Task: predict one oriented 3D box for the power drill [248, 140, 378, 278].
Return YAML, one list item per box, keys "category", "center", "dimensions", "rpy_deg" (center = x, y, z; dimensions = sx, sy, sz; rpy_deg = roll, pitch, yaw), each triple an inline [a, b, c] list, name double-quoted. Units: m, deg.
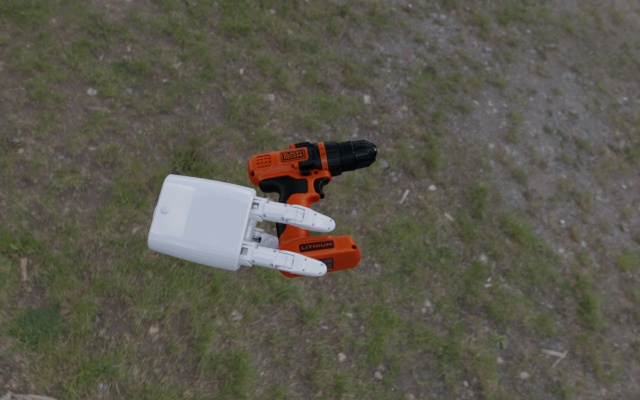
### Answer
- category: "power drill"
  center: [0.000, 0.002, 0.638]
  dimensions: [0.184, 0.187, 0.057]
  rpy_deg: [-10, -34, -1]
